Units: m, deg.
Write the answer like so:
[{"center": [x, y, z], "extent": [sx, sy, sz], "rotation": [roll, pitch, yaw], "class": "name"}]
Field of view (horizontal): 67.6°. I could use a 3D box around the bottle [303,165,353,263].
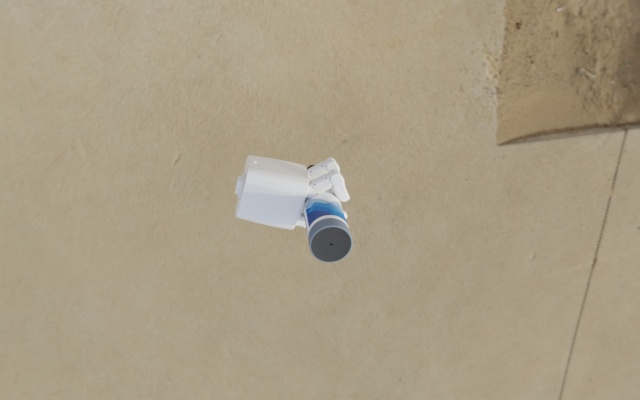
[{"center": [0.000, 0.003, 0.854], "extent": [0.069, 0.069, 0.295], "rotation": [0, 26, -7], "class": "bottle"}]
